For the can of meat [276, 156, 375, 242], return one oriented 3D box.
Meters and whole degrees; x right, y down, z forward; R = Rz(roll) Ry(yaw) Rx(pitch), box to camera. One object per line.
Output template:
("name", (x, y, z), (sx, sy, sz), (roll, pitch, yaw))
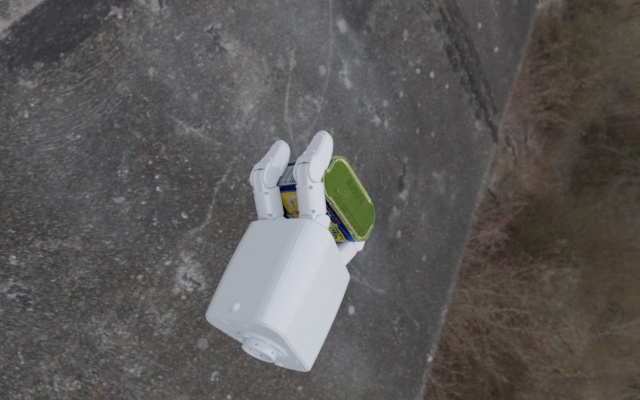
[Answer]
("can of meat", (0.000, 0.002, 0.512), (0.084, 0.057, 0.102), (-4, -46, 39))
